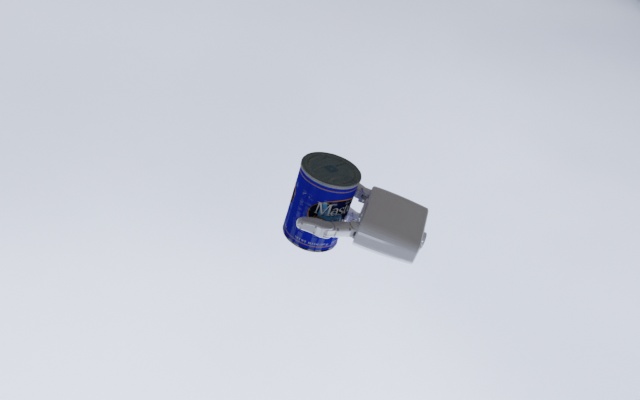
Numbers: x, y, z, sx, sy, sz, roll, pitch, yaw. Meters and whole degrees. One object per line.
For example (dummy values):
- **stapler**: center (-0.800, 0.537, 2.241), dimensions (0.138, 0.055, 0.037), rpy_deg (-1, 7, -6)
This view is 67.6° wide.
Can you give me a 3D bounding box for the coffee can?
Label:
- **coffee can**: center (0.000, 0.003, 0.817), dimensions (0.103, 0.140, 0.102), rpy_deg (13, 33, -9)
